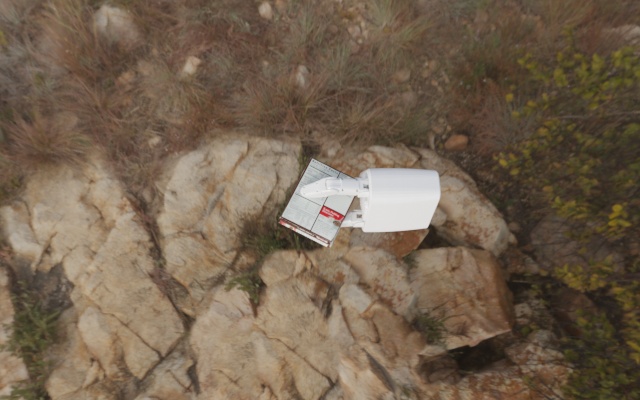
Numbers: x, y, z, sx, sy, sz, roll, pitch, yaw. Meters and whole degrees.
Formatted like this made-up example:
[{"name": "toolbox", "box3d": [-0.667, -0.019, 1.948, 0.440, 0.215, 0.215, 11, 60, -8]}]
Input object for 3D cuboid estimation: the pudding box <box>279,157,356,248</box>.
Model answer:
[{"name": "pudding box", "box3d": [0.000, 0.002, 0.734, 0.090, 0.113, 0.039, 26, -18, 3]}]
